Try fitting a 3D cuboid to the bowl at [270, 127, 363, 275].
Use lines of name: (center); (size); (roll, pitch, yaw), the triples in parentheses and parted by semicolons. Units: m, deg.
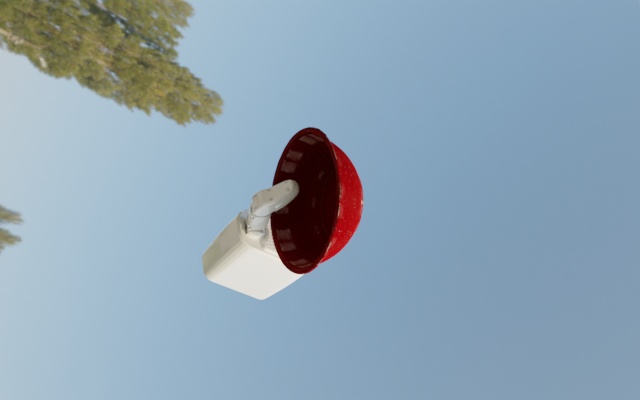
bowl: (0.001, 0.001, 0.535); (0.055, 0.162, 0.162); (5, -2, -29)
